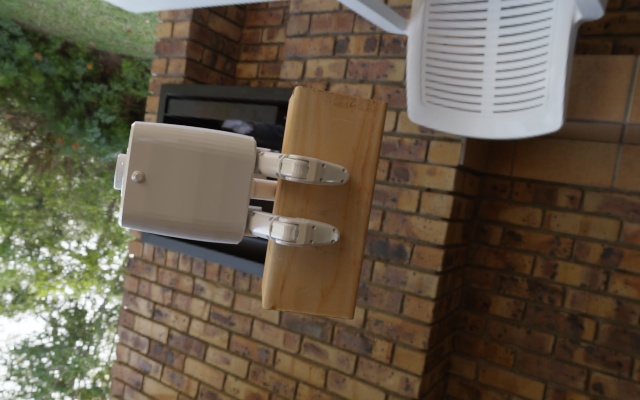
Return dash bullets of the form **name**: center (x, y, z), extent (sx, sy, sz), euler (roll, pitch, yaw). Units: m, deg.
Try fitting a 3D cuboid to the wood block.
- **wood block**: center (0.000, 0.002, 0.483), extent (0.090, 0.206, 0.091), euler (9, 3, -8)
